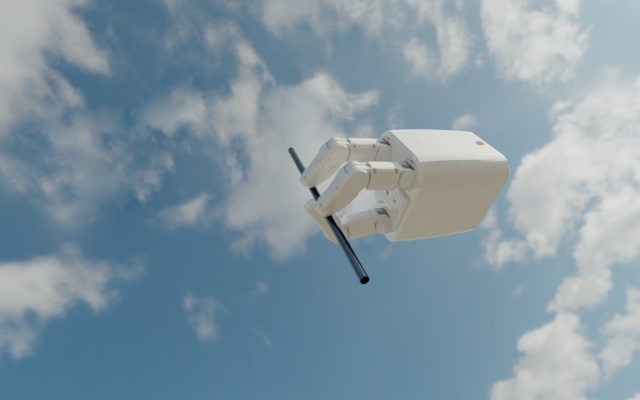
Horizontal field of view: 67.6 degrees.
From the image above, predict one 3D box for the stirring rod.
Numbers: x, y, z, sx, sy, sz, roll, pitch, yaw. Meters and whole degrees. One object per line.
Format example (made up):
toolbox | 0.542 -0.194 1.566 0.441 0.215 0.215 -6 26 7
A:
stirring rod | 0.000 0.002 0.475 0.011 0.011 0.239 0 31 -20
